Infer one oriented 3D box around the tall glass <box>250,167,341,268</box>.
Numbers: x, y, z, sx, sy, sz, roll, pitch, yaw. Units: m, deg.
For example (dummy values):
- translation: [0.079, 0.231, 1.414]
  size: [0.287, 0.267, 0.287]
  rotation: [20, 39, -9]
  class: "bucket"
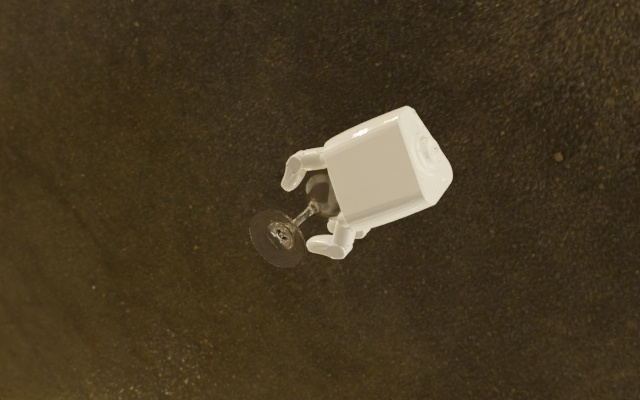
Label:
- translation: [0.000, 0.002, 0.607]
  size: [0.079, 0.079, 0.201]
  rotation: [0, 25, 33]
  class: "tall glass"
